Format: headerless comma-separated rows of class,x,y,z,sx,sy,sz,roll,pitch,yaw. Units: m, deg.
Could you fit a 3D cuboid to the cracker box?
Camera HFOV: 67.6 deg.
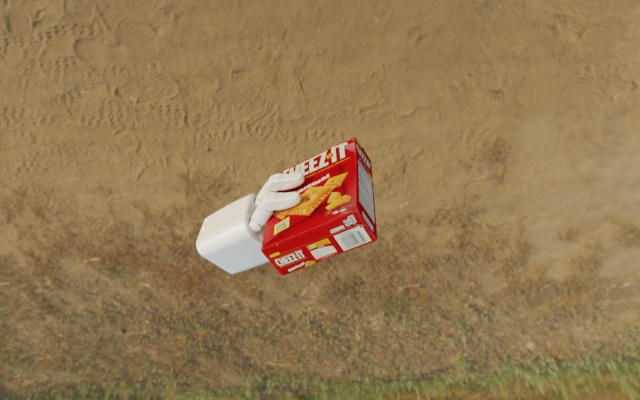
cracker box,0.000,0.003,0.773,0.164,0.072,0.213,-23,32,19
